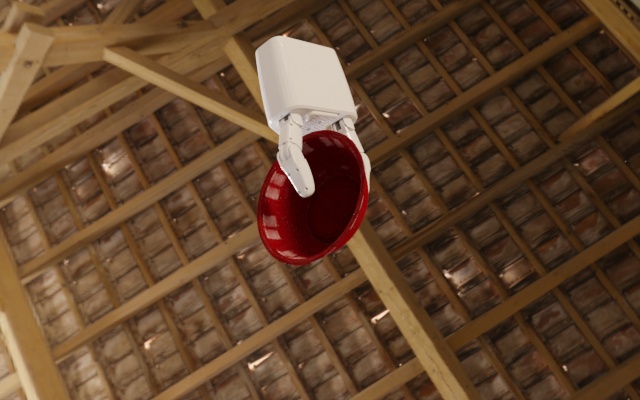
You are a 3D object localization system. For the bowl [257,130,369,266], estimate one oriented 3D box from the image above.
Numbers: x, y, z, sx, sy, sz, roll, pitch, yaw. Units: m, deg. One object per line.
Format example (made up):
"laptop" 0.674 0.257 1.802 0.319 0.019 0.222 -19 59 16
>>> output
"bowl" 0.000 0.003 0.561 0.162 0.162 0.055 0 -18 41
